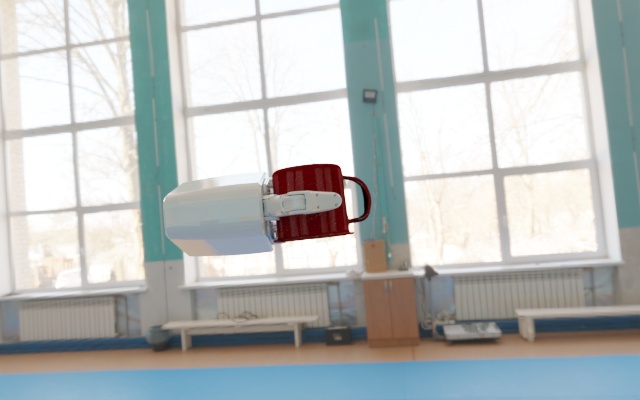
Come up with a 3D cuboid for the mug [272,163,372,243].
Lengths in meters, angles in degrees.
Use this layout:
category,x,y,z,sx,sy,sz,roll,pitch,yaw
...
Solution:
category,x,y,z,sx,sy,sz,roll,pitch,yaw
mug,0.002,0.001,0.547,0.117,0.081,0.093,-6,-3,-2
